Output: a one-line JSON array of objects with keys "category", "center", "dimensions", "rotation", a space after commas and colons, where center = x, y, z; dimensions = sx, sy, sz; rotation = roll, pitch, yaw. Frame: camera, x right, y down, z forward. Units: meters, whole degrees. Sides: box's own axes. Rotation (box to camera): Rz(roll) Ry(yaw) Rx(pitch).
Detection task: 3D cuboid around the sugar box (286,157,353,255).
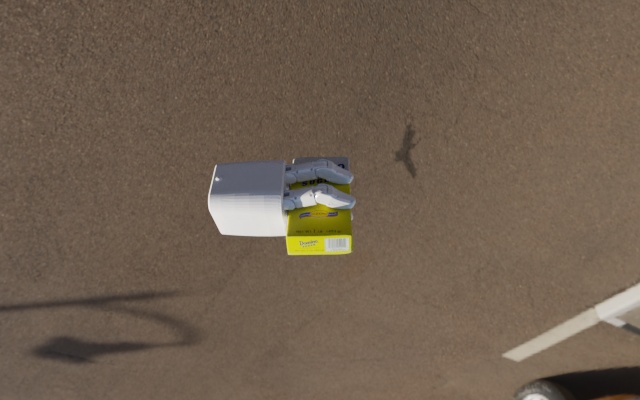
[{"category": "sugar box", "center": [0.000, 0.002, 0.721], "dimensions": [0.093, 0.176, 0.048], "rotation": [-1, -45, 1]}]
